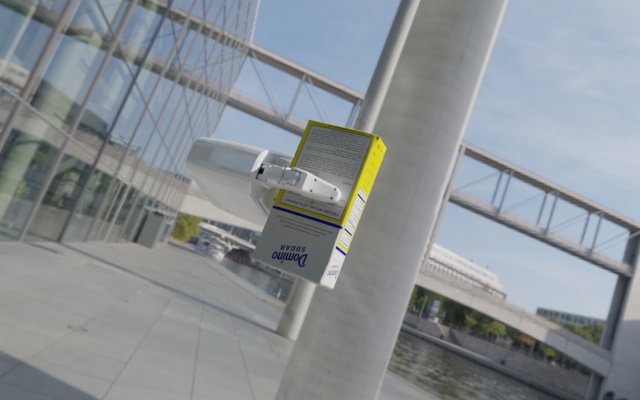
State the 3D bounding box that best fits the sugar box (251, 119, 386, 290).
[{"bbox_3d":[0.000,0.002,0.540,0.093,0.176,0.048,17,-10,27],"label":"sugar box"}]
